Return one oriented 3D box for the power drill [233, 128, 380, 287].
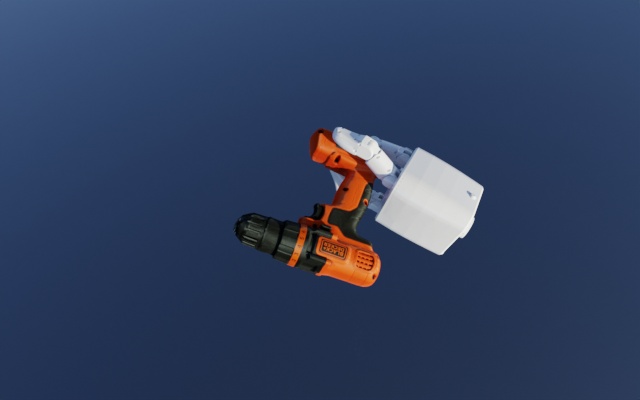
[{"bbox_3d":[0.000,0.002,0.613,0.184,0.187,0.057,21,-27,-10],"label":"power drill"}]
